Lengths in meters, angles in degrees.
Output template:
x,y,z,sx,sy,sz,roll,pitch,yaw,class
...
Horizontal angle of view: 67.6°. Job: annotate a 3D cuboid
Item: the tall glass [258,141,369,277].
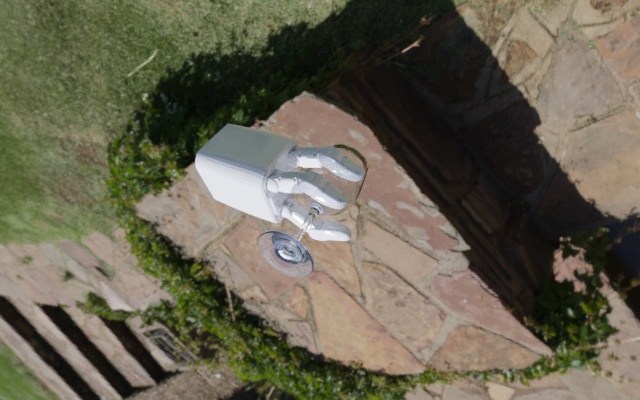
x,y,z,sx,sy,sz,roll,pitch,yaw,class
0.000,0.003,0.623,0.079,0.079,0.201,0,38,33,tall glass
